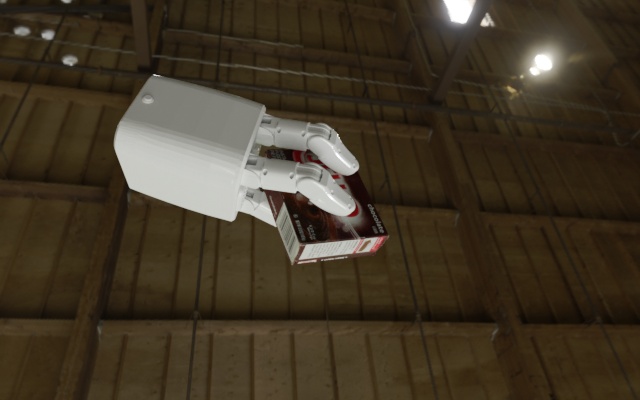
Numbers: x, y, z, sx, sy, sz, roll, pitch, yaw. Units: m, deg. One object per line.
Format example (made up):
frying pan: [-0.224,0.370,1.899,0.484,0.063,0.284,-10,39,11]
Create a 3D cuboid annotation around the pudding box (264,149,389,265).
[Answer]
pudding box: [0.000,0.002,0.449,0.090,0.113,0.039,-4,-35,-26]
